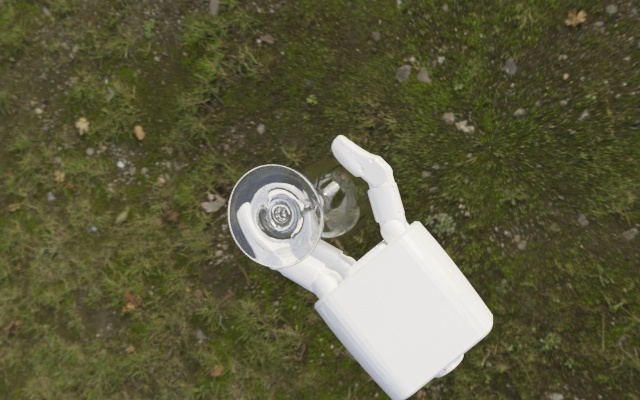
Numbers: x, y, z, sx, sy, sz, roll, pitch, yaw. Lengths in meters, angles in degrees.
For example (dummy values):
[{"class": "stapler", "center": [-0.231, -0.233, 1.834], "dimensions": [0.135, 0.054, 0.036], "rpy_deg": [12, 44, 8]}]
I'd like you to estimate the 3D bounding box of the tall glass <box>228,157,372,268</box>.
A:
[{"class": "tall glass", "center": [0.000, 0.001, 0.429], "dimensions": [0.079, 0.079, 0.201], "rpy_deg": [0, 6, 19]}]
